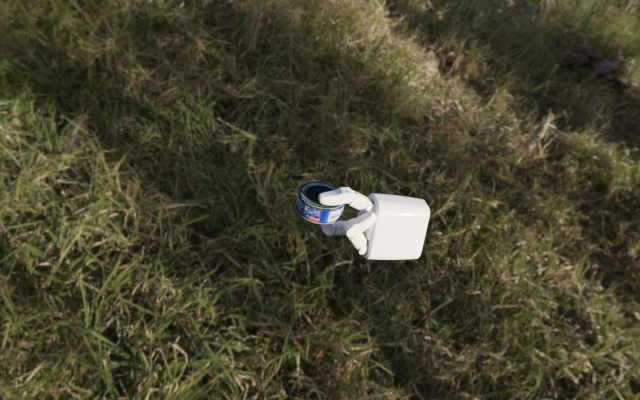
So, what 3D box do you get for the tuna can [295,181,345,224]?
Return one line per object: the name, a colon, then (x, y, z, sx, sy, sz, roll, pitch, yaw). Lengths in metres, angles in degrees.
tuna can: (0.000, 0.002, 0.846, 0.086, 0.034, 0.086, 9, 35, -6)
